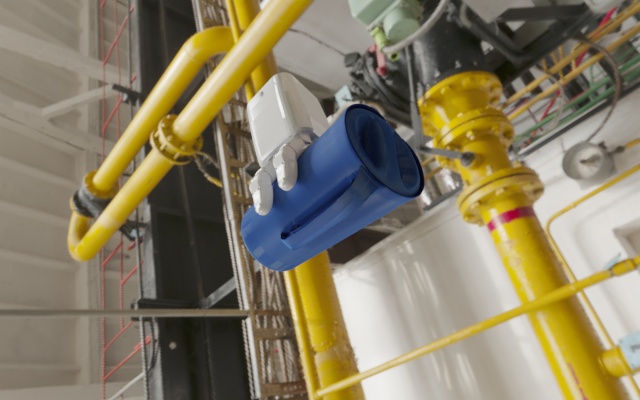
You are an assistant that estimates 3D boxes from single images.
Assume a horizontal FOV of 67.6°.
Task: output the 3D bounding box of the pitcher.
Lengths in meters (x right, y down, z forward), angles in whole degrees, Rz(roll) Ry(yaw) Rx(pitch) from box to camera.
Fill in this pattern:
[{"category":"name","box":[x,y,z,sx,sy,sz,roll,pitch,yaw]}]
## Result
[{"category":"pitcher","box":[0.000,0.002,0.616,0.149,0.145,0.243,9,-37,-44]}]
